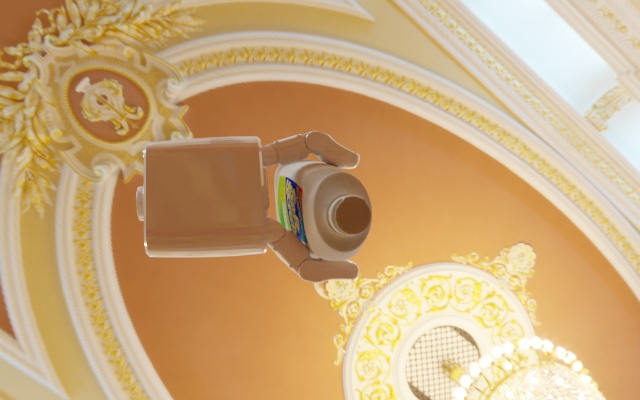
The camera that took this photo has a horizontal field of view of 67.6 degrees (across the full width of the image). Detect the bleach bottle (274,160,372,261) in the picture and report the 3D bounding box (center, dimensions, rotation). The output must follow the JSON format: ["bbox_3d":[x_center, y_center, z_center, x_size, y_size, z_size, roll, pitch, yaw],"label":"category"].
[{"bbox_3d":[0.000,0.002,0.478,0.068,0.102,0.251,-3,1,-11],"label":"bleach bottle"}]
